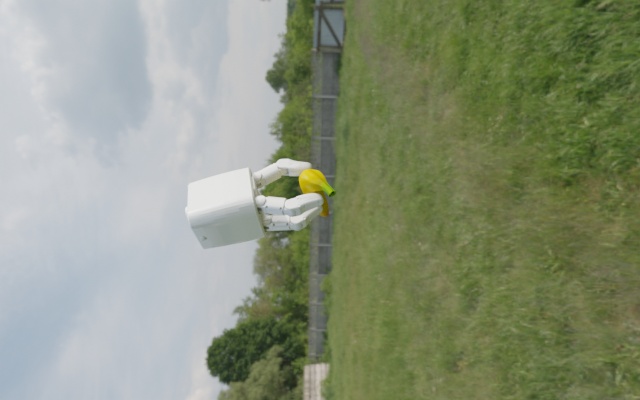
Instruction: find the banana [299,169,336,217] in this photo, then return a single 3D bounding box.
[{"bbox_3d":[-0.009,-0.014,0.806,0.037,0.069,0.198,-28,-9,-5],"label":"banana"}]
